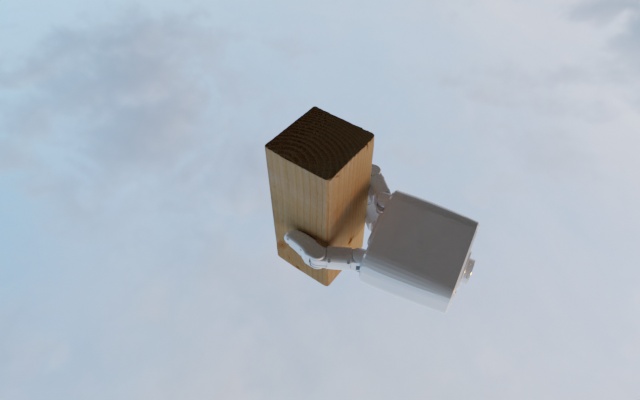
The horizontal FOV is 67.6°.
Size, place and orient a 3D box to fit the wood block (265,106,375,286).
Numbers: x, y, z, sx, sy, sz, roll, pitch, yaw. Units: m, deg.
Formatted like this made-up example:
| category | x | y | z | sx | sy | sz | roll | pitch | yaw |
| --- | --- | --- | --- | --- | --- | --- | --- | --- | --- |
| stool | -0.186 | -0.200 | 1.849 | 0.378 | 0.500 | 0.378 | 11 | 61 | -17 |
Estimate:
| category | x | y | z | sx | sy | sz | roll | pitch | yaw |
| --- | --- | --- | --- | --- | --- | --- | --- | --- | --- |
| wood block | 0.000 | 0.002 | 0.594 | 0.090 | 0.206 | 0.090 | 30 | 55 | 24 |
